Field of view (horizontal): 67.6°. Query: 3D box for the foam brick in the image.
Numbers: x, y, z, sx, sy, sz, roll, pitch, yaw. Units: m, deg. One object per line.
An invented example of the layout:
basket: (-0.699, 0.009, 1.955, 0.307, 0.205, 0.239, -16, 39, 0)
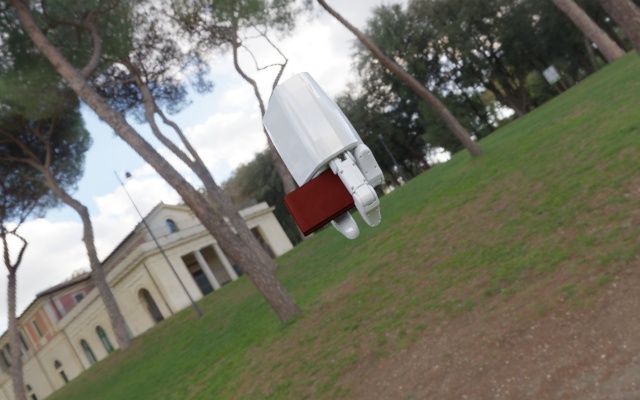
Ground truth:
foam brick: (0.000, 0.002, 0.571, 0.078, 0.051, 0.053, -32, -5, -6)
